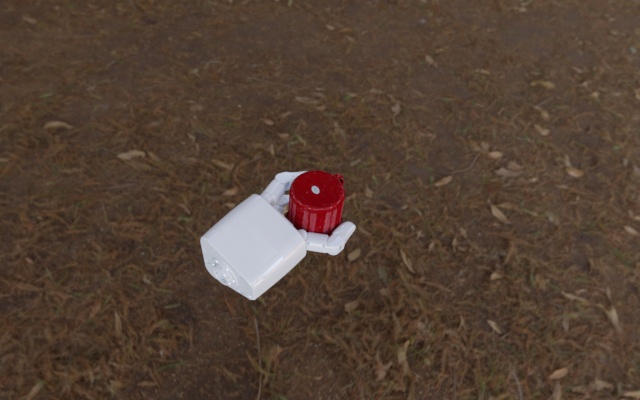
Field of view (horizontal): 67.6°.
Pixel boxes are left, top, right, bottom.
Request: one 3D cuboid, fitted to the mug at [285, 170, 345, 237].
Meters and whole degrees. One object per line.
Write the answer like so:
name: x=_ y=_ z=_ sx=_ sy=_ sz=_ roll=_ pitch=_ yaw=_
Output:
mug: x=0.001 y=0.001 z=0.727 sx=0.093 sy=0.082 sz=0.117 roll=33 pitch=55 yaw=20
